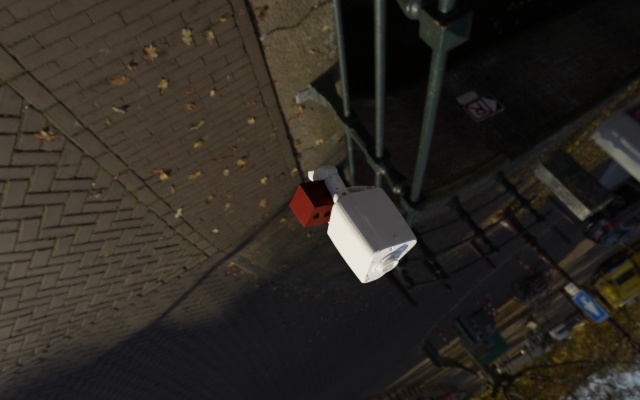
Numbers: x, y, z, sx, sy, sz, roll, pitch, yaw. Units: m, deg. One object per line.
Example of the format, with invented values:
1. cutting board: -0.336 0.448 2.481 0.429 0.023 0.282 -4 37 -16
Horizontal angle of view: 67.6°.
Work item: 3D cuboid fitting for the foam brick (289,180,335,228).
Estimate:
1. foam brick: 0.000 0.003 0.767 0.078 0.051 0.053 -12 -33 -35
